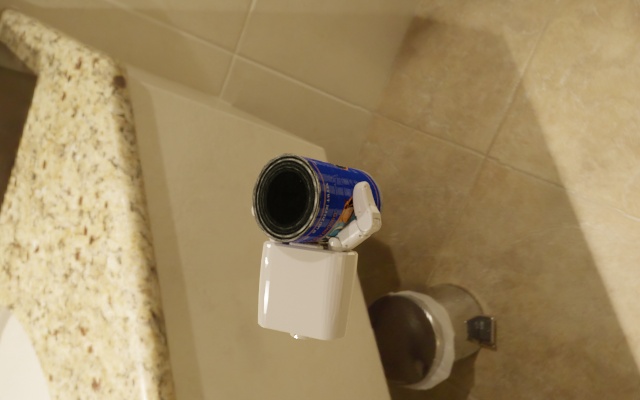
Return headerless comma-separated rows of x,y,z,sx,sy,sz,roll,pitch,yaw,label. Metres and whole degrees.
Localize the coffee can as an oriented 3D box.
0.000,0.002,0.599,0.103,0.103,0.140,0,-5,37,coffee can
